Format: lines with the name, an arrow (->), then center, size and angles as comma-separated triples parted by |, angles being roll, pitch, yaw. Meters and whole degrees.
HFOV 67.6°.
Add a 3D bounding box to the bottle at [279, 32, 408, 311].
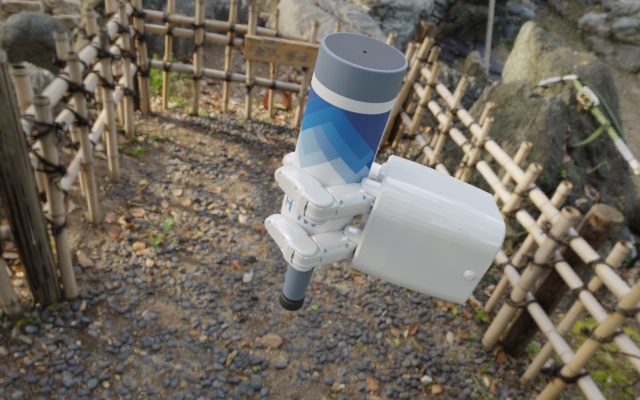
bottle -> 0.000, 0.001, 0.441 | 0.069, 0.296, 0.069 | 10, 39, -8
